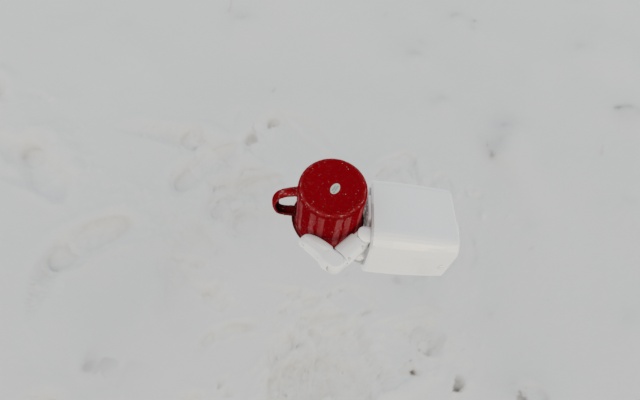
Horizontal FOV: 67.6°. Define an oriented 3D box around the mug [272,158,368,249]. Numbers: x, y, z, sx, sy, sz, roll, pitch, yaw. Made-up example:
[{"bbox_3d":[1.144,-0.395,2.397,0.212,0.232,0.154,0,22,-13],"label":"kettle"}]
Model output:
[{"bbox_3d":[-0.001,0.002,0.577,0.117,0.093,0.081,5,-28,-2],"label":"mug"}]
